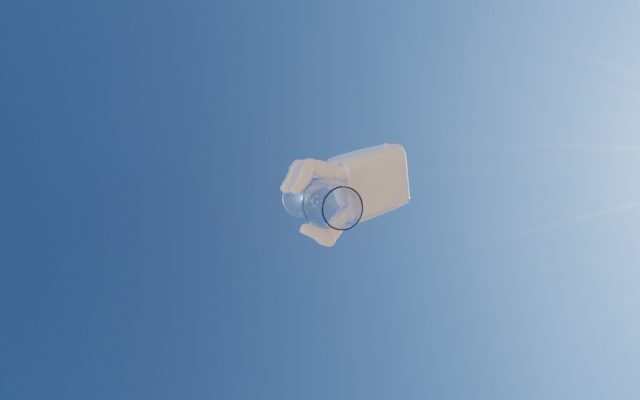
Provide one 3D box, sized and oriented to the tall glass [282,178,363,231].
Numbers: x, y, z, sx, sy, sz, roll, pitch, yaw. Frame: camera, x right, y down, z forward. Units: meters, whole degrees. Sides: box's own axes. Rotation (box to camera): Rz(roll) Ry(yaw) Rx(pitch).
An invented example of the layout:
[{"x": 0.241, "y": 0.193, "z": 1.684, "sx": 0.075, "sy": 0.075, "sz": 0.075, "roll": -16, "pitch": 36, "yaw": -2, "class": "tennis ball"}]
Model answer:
[{"x": 0.000, "y": 0.003, "z": 0.751, "sx": 0.079, "sy": 0.079, "sz": 0.201, "roll": 0, "pitch": 5, "yaw": -18, "class": "tall glass"}]
